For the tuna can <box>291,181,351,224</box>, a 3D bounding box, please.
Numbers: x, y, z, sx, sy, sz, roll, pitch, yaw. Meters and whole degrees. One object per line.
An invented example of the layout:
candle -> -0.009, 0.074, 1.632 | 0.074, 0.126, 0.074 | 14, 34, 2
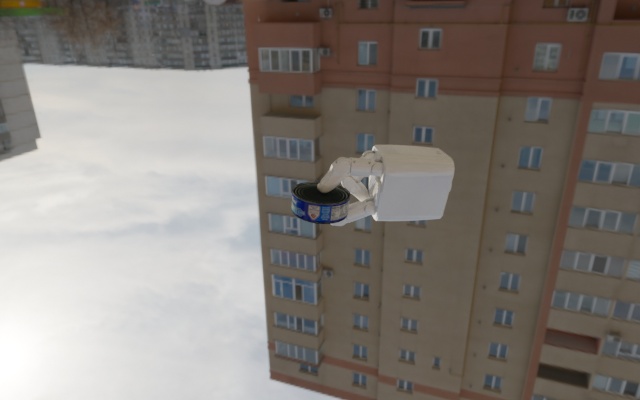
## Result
tuna can -> 0.000, 0.003, 0.702 | 0.086, 0.034, 0.086 | 5, 22, -2
